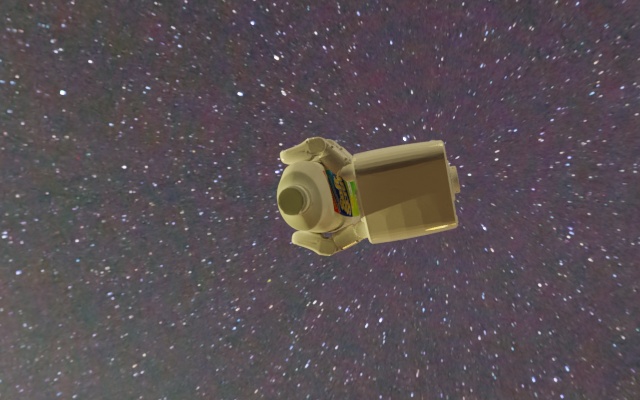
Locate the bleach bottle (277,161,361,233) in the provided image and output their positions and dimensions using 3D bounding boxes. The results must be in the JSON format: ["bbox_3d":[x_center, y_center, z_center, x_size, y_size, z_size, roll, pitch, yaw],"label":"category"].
[{"bbox_3d":[0.000,0.002,0.601,0.068,0.102,0.251,-11,1,13],"label":"bleach bottle"}]
